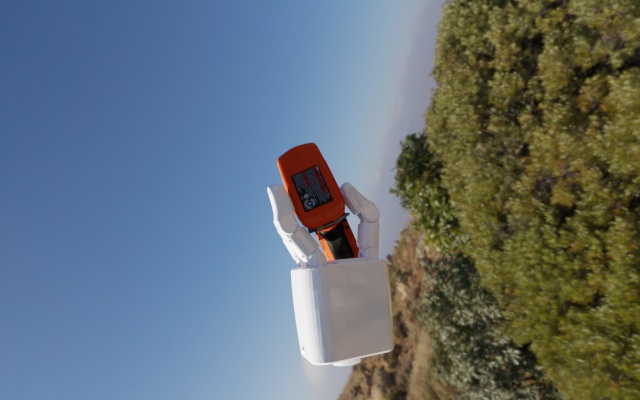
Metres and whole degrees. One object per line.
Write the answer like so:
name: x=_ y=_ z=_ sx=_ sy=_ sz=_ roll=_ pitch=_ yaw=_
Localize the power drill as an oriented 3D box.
power drill: x=0.000 y=0.002 z=0.632 sx=0.057 sy=0.184 sz=0.188 roll=-26 pitch=-26 yaw=1
